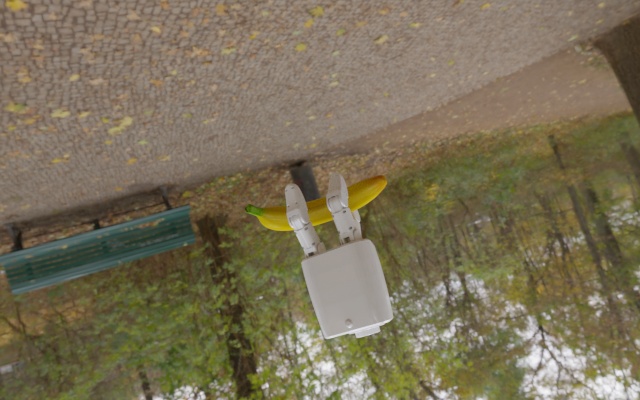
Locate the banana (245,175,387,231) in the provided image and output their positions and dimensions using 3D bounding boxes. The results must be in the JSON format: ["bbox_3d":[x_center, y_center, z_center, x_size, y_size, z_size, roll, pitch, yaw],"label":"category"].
[{"bbox_3d":[-0.001,0.009,0.676,0.198,0.037,0.070,-14,-21,1],"label":"banana"}]
